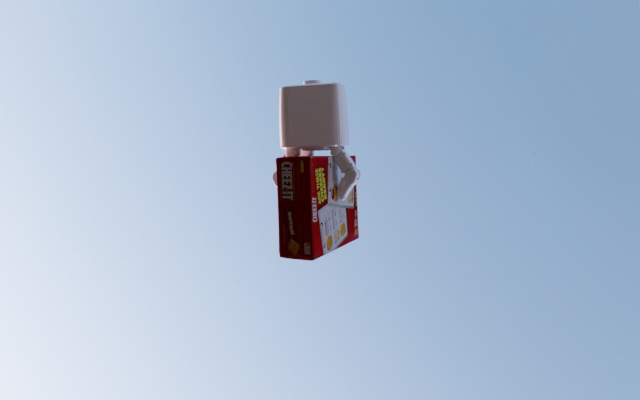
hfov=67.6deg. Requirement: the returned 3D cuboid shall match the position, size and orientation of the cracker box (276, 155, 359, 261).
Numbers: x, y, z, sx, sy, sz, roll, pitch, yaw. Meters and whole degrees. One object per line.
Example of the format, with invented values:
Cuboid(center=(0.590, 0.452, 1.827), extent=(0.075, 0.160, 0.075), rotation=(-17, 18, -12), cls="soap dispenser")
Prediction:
Cuboid(center=(0.000, 0.003, 0.839), extent=(0.072, 0.164, 0.213), rotation=(0, 5, 24), cls="cracker box")
